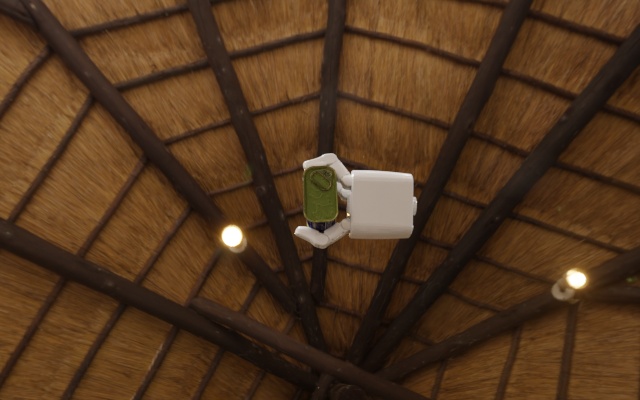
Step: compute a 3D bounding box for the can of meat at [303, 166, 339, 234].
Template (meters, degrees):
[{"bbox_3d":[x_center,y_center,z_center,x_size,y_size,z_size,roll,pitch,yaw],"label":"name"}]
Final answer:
[{"bbox_3d":[0.000,0.003,0.834,0.057,0.102,0.084,-2,-21,-1],"label":"can of meat"}]
